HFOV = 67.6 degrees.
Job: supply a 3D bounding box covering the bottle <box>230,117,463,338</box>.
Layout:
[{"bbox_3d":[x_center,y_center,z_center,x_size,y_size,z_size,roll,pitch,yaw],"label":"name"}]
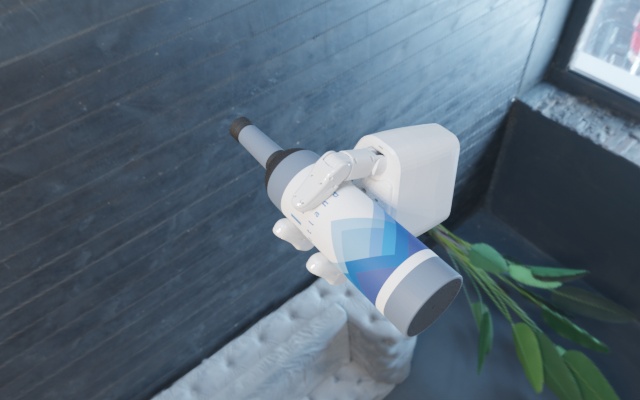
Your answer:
[{"bbox_3d":[0.000,0.002,0.460,0.069,0.069,0.295,0,35,-49],"label":"bottle"}]
